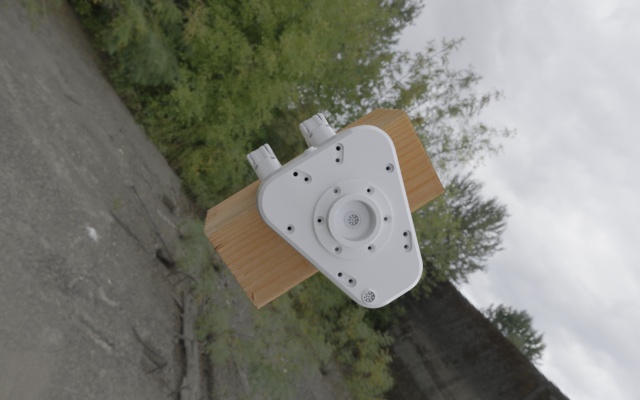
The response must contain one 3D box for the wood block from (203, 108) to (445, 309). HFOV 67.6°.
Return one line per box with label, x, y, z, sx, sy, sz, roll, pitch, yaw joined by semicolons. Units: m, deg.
wood block;0.000;0.002;0.468;0.206;0.091;0.090;-31;15;-3
